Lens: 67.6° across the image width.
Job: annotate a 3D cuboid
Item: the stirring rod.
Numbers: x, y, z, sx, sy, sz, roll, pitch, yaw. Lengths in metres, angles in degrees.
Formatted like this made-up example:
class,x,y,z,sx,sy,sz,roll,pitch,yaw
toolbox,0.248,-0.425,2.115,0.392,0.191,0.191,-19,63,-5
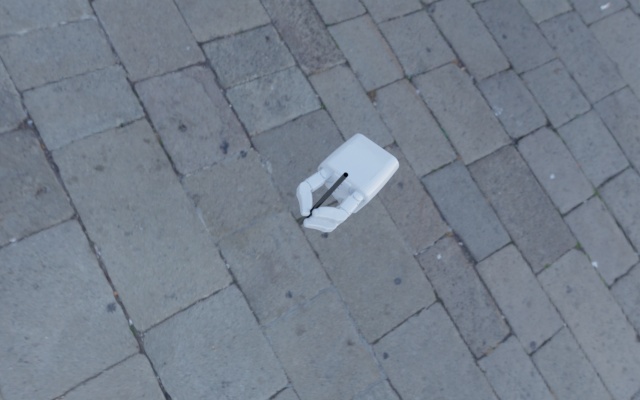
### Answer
class,x,y,z,sx,sy,sz,roll,pitch,yaw
stirring rod,0.000,0.003,0.793,0.011,0.011,0.240,0,-19,-19
